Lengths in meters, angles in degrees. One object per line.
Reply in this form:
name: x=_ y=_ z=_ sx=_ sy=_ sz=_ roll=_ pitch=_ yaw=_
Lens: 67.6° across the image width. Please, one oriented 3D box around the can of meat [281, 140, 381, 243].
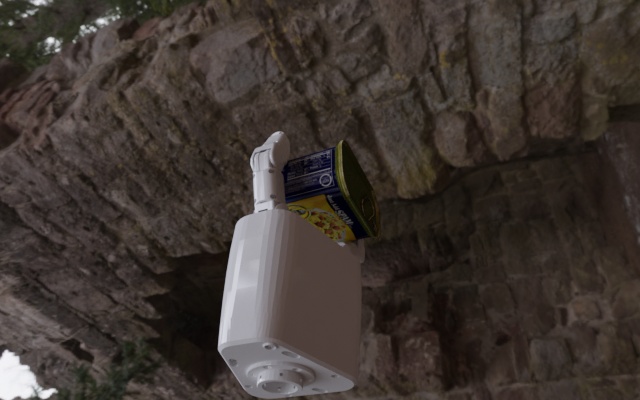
can of meat: x=0.000 y=0.001 z=0.441 sx=0.084 sy=0.057 sz=0.102 roll=-15 pitch=-39 yaw=19
